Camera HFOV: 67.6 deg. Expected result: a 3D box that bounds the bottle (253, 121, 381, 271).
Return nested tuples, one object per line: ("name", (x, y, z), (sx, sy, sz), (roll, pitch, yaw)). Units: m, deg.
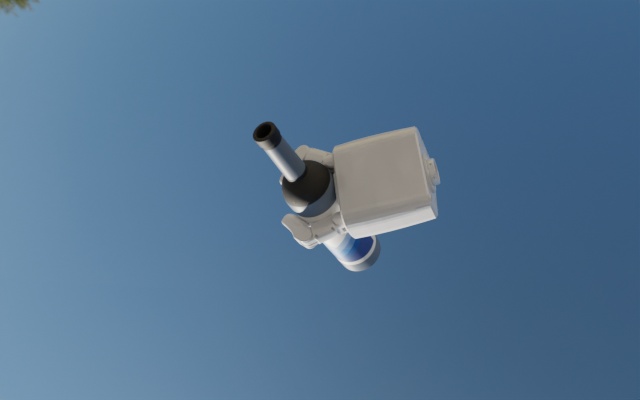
("bottle", (0.000, 0.002, 0.616), (0.069, 0.069, 0.296), (0, -31, 28))
